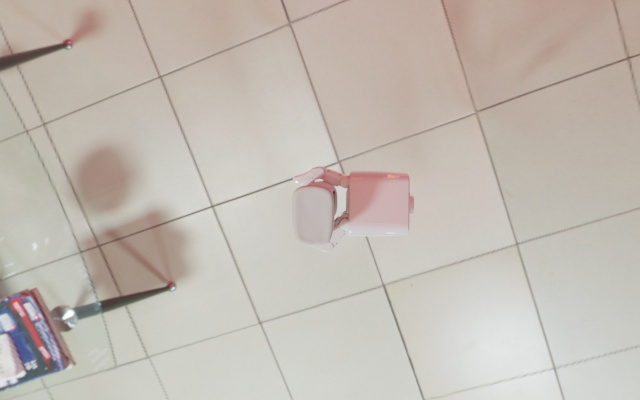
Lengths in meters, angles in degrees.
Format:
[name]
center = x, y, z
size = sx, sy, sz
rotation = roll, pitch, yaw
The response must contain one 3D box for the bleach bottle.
[bleach bottle]
center = 0.000, 0.003, 0.880
size = 0.068, 0.102, 0.250
rotation = 1, 11, 6
